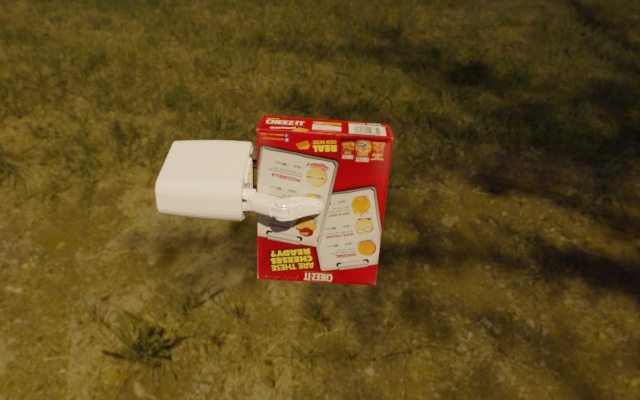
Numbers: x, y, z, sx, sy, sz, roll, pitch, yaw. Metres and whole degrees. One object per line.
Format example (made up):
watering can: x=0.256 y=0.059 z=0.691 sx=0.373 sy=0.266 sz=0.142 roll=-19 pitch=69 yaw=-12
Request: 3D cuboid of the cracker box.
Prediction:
cracker box: x=0.000 y=0.002 z=0.630 sx=0.164 sy=0.214 sz=0.072 roll=3 pitch=27 yaw=0
